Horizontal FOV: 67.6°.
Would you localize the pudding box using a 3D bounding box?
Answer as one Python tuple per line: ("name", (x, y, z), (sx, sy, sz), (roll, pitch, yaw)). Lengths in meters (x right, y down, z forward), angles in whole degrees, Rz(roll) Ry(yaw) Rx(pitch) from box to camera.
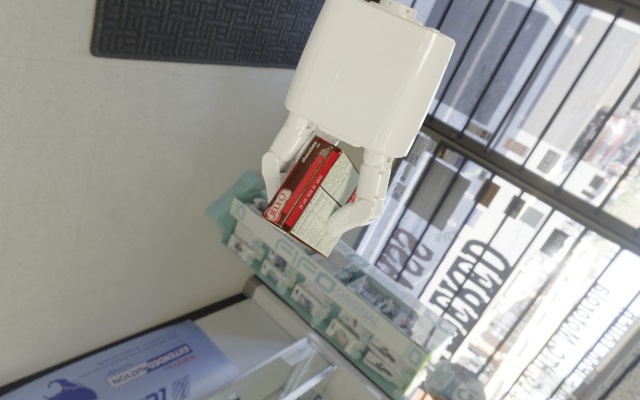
("pudding box", (0.000, 0.002, 0.465), (0.039, 0.090, 0.113), (32, -6, 27))
